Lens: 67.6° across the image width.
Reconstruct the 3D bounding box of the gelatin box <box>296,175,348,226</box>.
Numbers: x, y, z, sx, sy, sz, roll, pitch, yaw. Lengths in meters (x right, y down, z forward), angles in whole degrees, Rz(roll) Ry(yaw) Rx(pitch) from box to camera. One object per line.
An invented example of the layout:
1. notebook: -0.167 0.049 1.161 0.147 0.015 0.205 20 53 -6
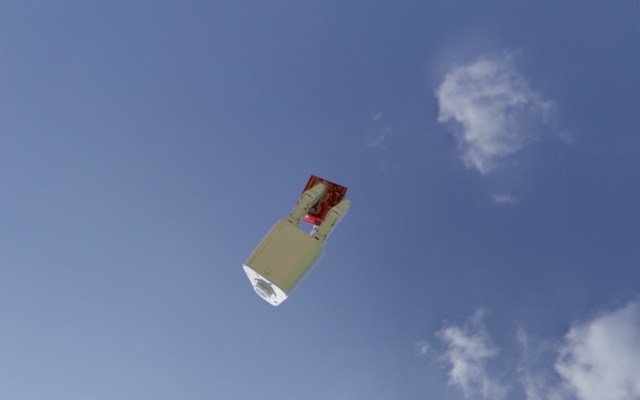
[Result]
1. gelatin box: 0.000 0.003 0.869 0.073 0.089 0.030 20 -36 9
